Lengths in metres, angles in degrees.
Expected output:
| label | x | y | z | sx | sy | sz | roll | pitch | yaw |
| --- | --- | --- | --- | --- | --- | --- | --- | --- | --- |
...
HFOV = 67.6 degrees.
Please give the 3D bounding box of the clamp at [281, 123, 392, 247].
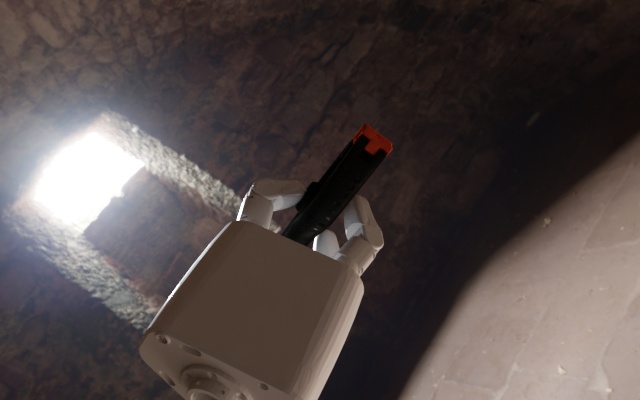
| label | x | y | z | sx | sy | sz | roll | pitch | yaw |
| --- | --- | --- | --- | --- | --- | --- | --- | --- | --- |
| clamp | 0.000 | 0.001 | 0.445 | 0.036 | 0.210 | 0.164 | 35 | 39 | -5 |
